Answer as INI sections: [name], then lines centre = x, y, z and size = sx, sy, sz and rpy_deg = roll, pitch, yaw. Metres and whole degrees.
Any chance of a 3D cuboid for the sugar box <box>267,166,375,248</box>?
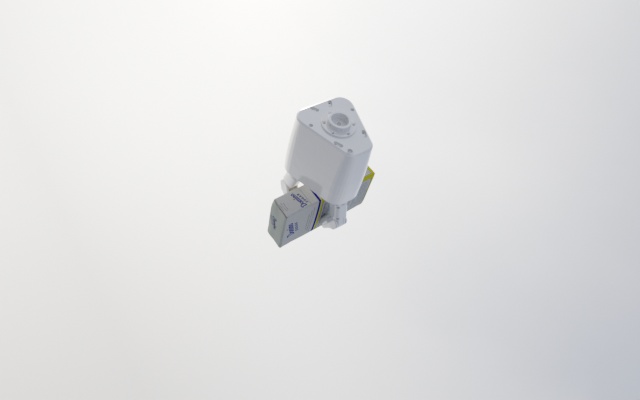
[sugar box]
centre = 0.000, 0.002, 0.774
size = 0.176, 0.048, 0.093
rpy_deg = -24, -27, -27
